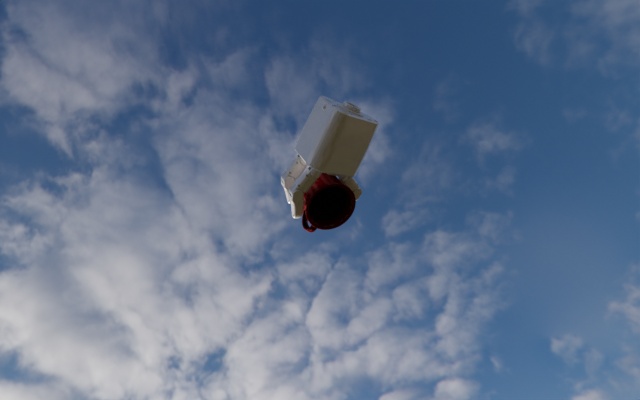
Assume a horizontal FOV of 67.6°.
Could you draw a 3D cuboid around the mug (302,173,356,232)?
[{"bbox_3d":[-0.001,0.004,0.865,0.093,0.117,0.081,17,21,-29],"label":"mug"}]
